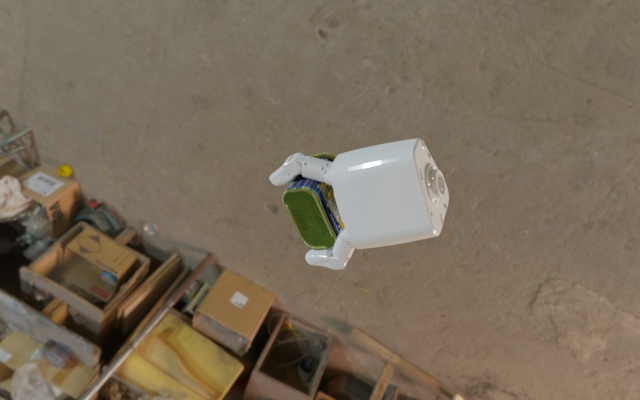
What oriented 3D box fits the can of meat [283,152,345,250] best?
[{"bbox_3d":[0.000,0.002,0.631,0.057,0.102,0.084,-7,32,29],"label":"can of meat"}]
